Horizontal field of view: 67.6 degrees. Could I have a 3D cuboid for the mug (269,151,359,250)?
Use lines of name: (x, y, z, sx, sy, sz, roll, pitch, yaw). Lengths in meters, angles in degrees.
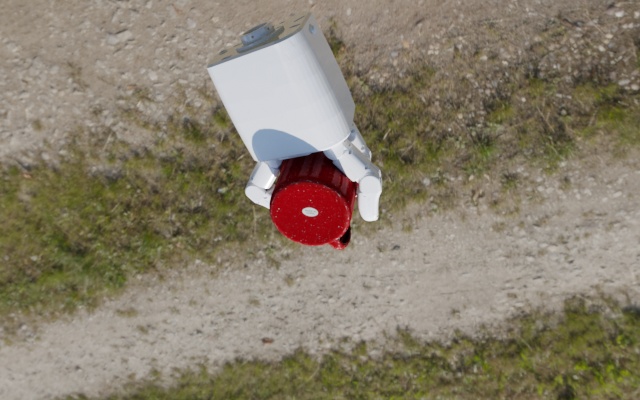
mug: (0.001, 0.003, 0.495, 0.093, 0.117, 0.081, -17, 29, 21)
